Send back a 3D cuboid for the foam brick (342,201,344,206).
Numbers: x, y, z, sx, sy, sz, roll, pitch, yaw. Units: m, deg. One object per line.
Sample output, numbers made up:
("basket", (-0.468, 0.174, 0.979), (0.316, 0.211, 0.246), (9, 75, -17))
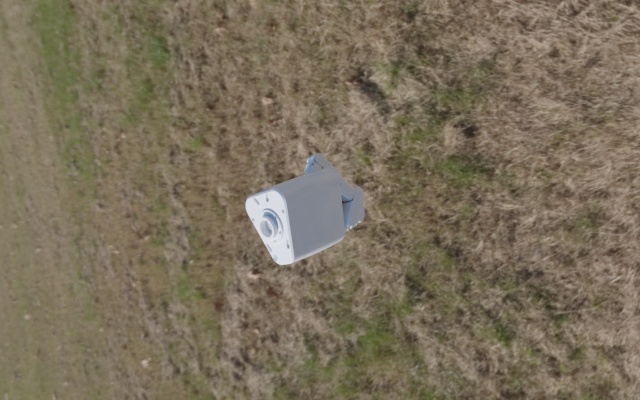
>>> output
("foam brick", (0.000, 0.003, 0.779), (0.078, 0.053, 0.051), (-15, 14, 48))
